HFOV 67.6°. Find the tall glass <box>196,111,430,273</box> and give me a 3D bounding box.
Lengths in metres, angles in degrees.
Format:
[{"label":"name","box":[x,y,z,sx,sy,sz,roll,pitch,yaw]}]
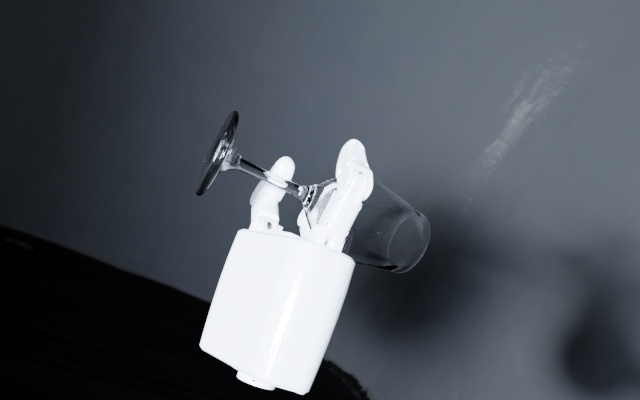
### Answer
[{"label":"tall glass","box":[0.000,0.001,0.416,0.201,0.079,0.079,25,-10,-22]}]
